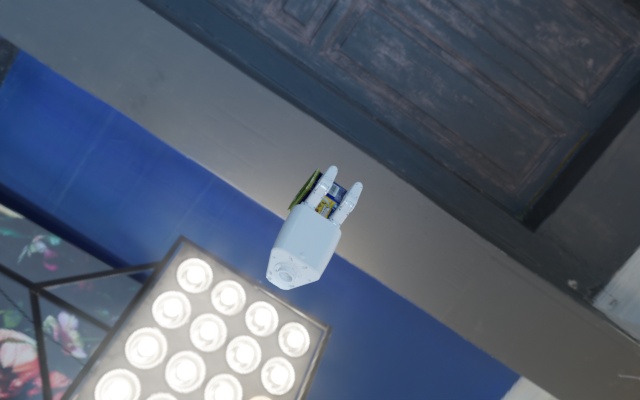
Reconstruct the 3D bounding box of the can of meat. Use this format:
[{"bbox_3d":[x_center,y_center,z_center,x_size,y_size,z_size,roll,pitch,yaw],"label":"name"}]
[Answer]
[{"bbox_3d":[0.000,0.003,0.892,0.084,0.057,0.102,34,-48,-7],"label":"can of meat"}]
